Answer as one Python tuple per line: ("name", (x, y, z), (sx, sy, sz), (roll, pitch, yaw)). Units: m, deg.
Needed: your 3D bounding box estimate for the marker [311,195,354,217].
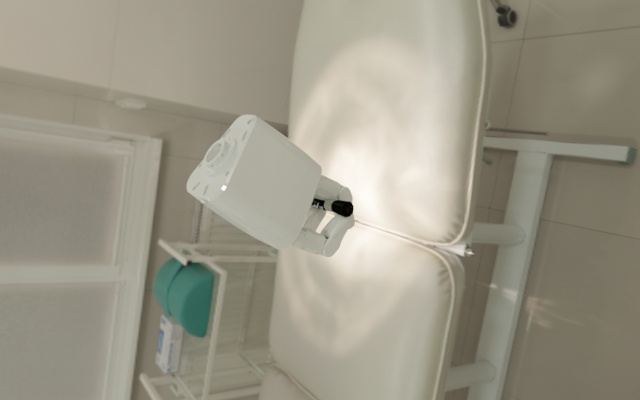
("marker", (0.000, 0.002, 0.602), (0.020, 0.020, 0.121), (0, 9, -36))
